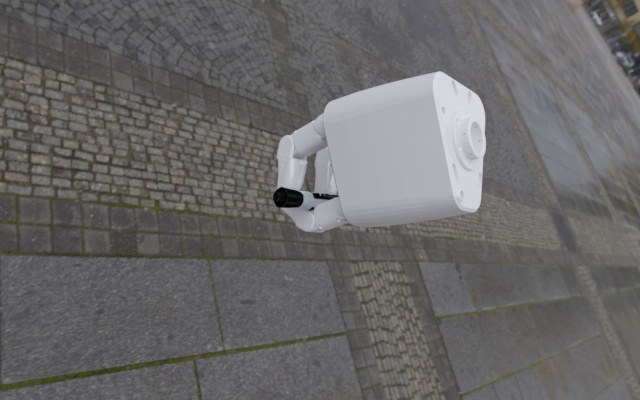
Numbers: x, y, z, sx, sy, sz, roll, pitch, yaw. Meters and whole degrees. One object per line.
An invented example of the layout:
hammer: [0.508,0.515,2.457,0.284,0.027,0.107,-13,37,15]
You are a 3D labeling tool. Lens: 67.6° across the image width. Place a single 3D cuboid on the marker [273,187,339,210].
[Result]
marker: [0.000,0.002,0.468,0.020,0.020,0.121,0,-5,41]
